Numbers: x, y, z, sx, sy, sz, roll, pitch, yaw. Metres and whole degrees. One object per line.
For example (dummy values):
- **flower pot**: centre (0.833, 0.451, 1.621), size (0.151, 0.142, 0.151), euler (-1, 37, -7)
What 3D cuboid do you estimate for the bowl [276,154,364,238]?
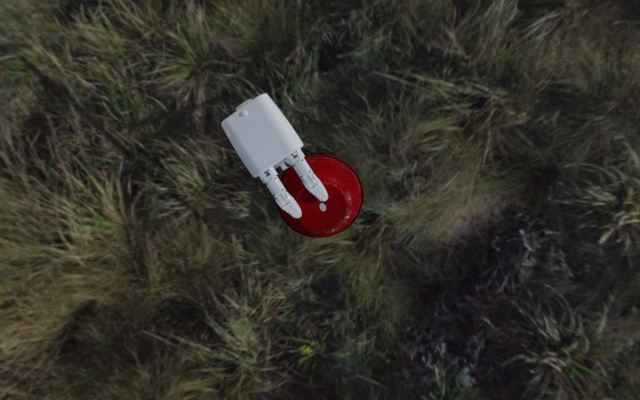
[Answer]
- **bowl**: centre (0.001, 0.004, 0.850), size (0.162, 0.162, 0.055), euler (0, 20, -3)
